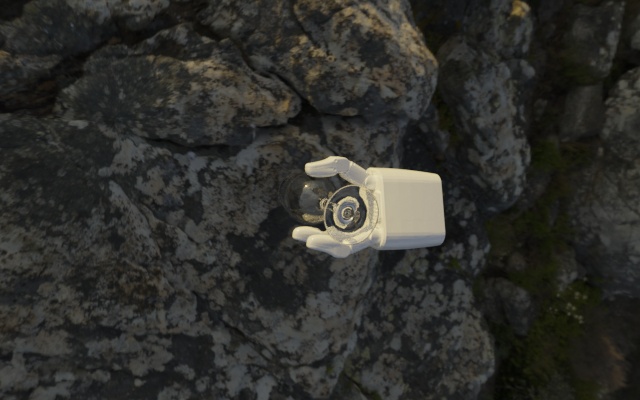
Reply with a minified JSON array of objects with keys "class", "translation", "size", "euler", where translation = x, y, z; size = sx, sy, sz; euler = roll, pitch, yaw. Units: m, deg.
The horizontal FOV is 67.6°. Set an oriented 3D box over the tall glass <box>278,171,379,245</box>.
[{"class":"tall glass","translation":[0.000,0.002,0.665],"size":[0.079,0.079,0.201],"euler":[0,9,-23]}]
